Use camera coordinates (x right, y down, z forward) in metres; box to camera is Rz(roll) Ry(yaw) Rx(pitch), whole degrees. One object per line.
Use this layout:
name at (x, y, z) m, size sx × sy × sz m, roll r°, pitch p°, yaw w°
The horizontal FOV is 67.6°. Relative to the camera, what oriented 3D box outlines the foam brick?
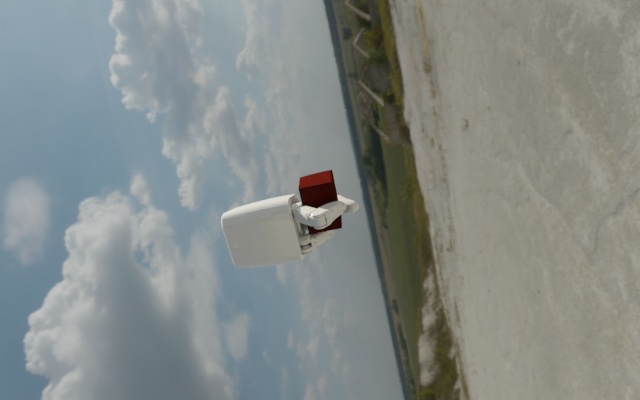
foam brick at (0.000, 0.002, 0.717) m, size 0.051 × 0.078 × 0.053 m, roll -10°, pitch 22°, yaw 5°
